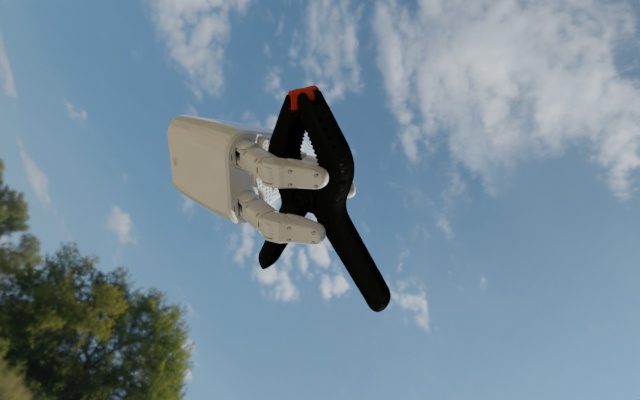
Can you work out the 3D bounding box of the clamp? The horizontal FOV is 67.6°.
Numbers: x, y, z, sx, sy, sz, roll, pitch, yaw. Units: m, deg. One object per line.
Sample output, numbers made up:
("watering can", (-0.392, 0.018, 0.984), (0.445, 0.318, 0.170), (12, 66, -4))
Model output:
("clamp", (0.000, 0.001, 0.452), (0.164, 0.210, 0.036), (20, 31, 34))
